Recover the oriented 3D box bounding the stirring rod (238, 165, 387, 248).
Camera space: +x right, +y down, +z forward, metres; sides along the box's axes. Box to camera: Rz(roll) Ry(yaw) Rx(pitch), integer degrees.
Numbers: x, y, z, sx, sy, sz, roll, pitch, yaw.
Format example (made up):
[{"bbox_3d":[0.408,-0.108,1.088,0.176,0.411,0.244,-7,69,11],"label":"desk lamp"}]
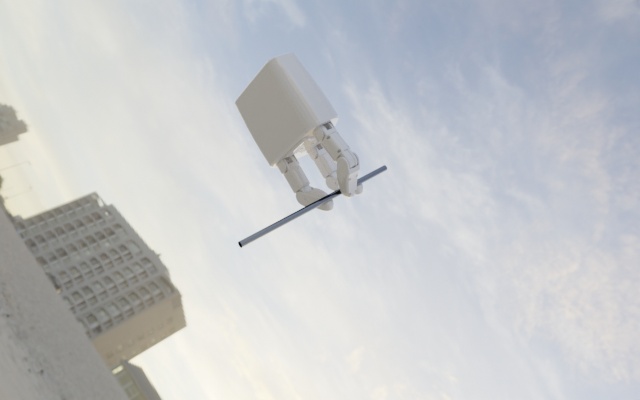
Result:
[{"bbox_3d":[0.000,0.002,0.594,0.239,0.011,0.011,-28,16,-33],"label":"stirring rod"}]
